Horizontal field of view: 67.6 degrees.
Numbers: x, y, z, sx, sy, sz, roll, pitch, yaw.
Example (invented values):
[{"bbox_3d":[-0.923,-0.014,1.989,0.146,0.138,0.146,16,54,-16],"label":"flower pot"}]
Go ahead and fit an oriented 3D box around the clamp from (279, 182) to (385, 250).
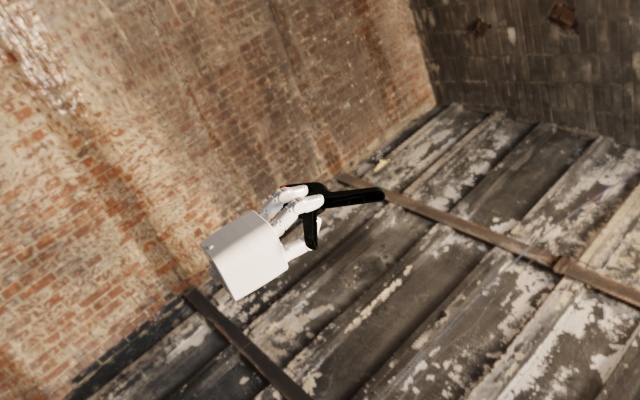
[{"bbox_3d":[0.000,0.003,0.834,0.164,0.036,0.210,-30,30,-19],"label":"clamp"}]
